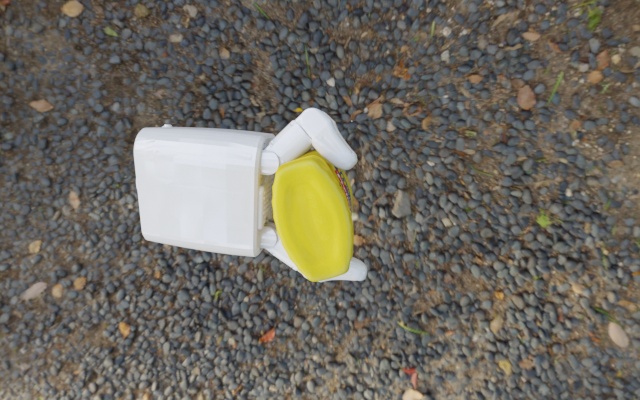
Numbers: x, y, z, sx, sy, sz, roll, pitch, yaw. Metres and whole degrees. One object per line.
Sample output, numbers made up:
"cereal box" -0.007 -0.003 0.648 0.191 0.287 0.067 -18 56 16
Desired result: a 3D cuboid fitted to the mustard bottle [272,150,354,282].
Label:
"mustard bottle" 0.000 0.001 0.450 0.058 0.096 0.191 -18 8 7
